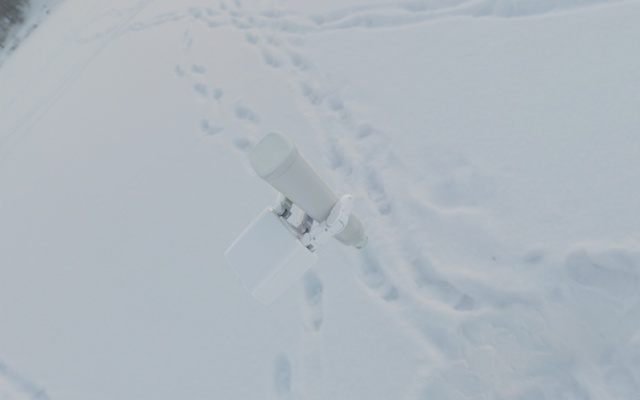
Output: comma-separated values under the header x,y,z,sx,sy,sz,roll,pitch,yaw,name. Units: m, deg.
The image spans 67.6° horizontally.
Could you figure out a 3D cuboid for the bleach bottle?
x,y,z,sx,sy,sz,roll,pitch,yaw,name
0.000,0.002,0.739,0.251,0.068,0.102,45,2,-34,bleach bottle
